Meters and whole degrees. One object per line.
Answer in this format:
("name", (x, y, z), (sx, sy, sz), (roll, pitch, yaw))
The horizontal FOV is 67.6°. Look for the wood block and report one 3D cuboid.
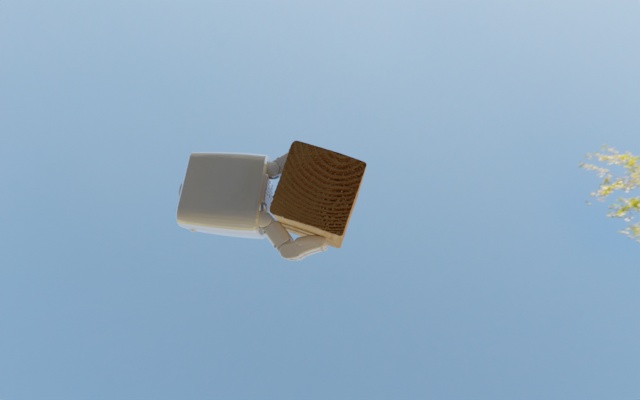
("wood block", (0.000, 0.002, 0.631), (0.090, 0.091, 0.206), (18, -8, 4))
